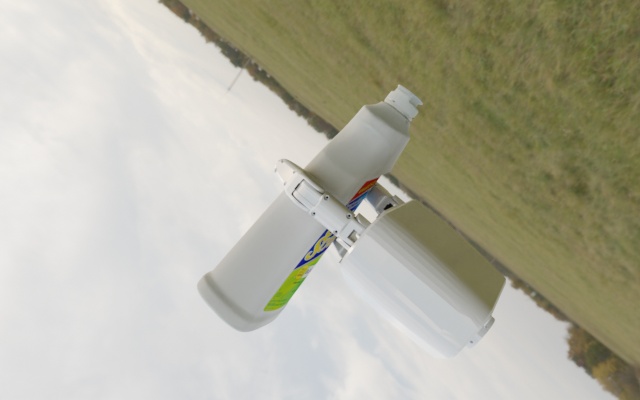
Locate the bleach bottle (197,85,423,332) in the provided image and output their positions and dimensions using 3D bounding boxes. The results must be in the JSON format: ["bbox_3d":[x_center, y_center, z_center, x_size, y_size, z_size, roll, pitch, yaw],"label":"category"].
[{"bbox_3d":[0.000,0.001,0.434,0.068,0.251,0.102,41,8,16],"label":"bleach bottle"}]
